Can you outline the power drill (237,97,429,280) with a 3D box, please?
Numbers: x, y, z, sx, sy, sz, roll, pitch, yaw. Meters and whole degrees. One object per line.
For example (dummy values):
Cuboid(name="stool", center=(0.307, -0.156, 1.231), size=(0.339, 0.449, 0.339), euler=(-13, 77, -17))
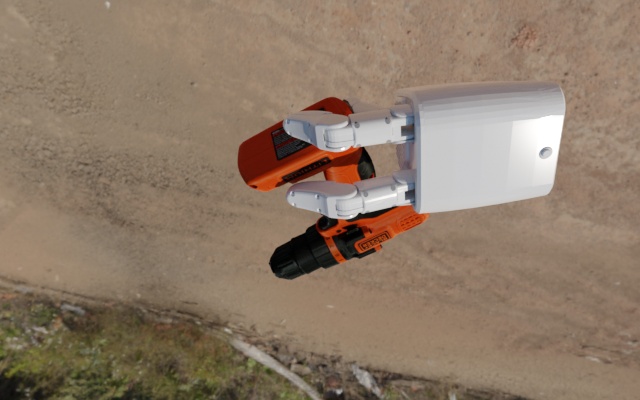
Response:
Cuboid(name="power drill", center=(0.000, 0.001, 0.461), size=(0.184, 0.057, 0.188), euler=(-27, -38, 9))
